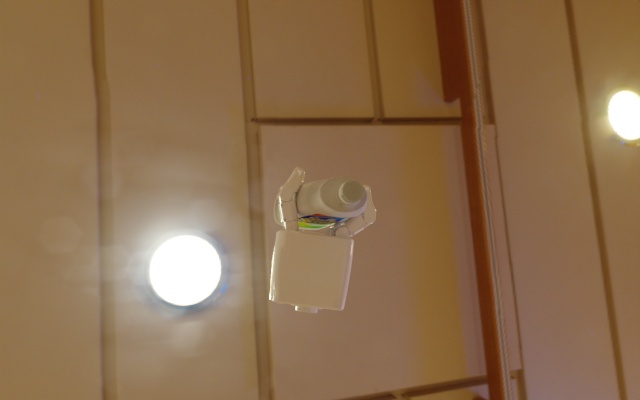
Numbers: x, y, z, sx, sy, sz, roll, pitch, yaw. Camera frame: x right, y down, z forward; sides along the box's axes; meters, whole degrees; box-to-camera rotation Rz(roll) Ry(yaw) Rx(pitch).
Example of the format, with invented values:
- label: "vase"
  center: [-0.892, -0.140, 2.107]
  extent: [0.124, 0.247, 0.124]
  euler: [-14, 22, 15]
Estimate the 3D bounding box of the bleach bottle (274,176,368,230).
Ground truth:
- label: "bleach bottle"
  center: [0.000, 0.002, 0.735]
  extent: [0.102, 0.068, 0.251]
  euler: [9, -10, -15]
